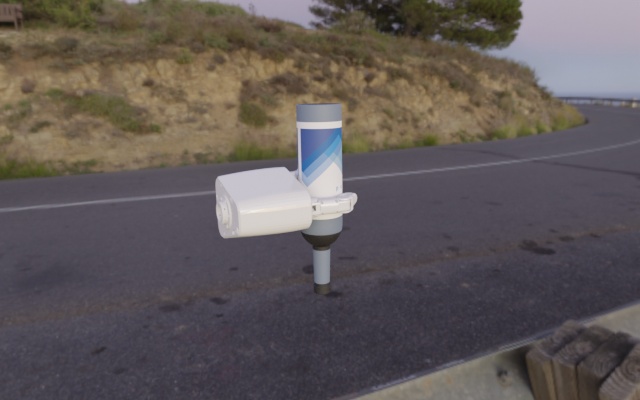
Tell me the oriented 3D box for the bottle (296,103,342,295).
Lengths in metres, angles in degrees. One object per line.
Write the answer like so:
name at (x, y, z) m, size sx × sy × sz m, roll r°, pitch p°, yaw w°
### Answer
bottle at (0.000, 0.002, 0.731) m, size 0.069 × 0.296 × 0.069 m, roll -1°, pitch 13°, yaw 0°
